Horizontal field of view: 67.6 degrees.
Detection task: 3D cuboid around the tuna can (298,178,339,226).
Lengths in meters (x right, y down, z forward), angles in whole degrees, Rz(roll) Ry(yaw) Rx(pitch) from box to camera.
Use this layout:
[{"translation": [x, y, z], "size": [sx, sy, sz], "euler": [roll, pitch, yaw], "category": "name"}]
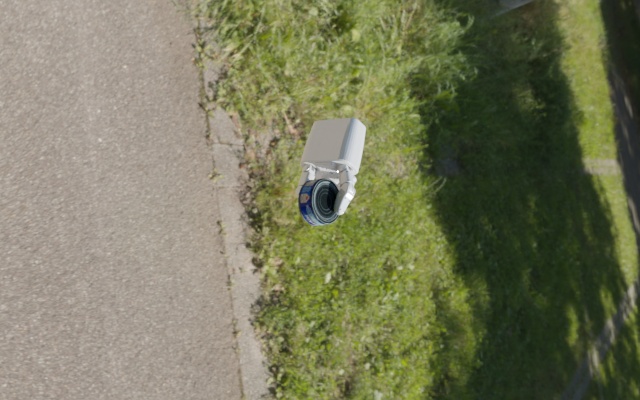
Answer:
[{"translation": [0.001, 0.003, 0.875], "size": [0.034, 0.086, 0.086], "euler": [-6, -4, 41], "category": "tuna can"}]
